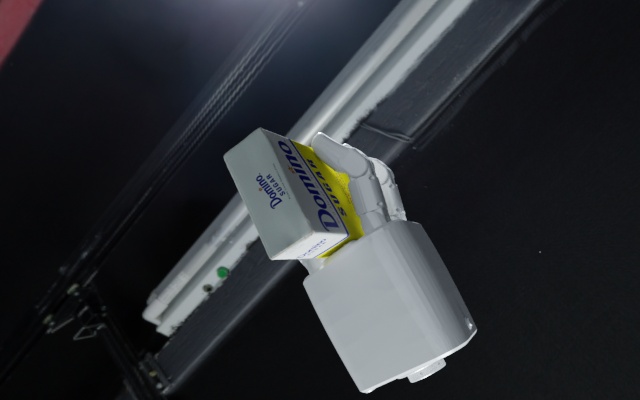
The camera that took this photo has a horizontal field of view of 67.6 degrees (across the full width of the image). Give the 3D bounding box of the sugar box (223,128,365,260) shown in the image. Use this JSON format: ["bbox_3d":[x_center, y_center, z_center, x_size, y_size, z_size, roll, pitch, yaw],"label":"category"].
[{"bbox_3d":[0.001,0.001,0.416,0.048,0.093,0.176,-33,-18,18],"label":"sugar box"}]
